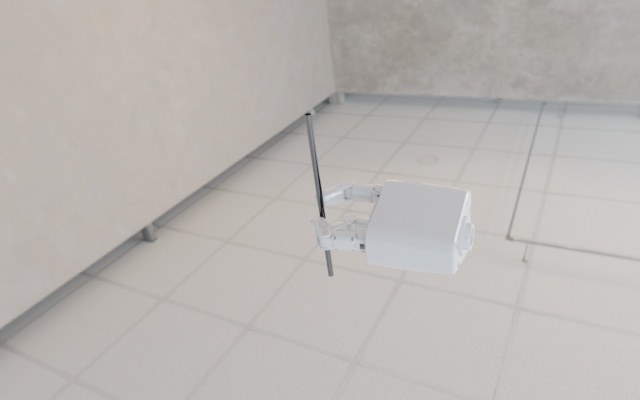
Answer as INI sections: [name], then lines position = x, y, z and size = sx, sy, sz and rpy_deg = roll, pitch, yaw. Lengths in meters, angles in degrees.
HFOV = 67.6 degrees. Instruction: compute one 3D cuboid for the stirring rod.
[stirring rod]
position = 0.000, 0.002, 0.626
size = 0.011, 0.240, 0.011
rpy_deg = -6, 29, 3
